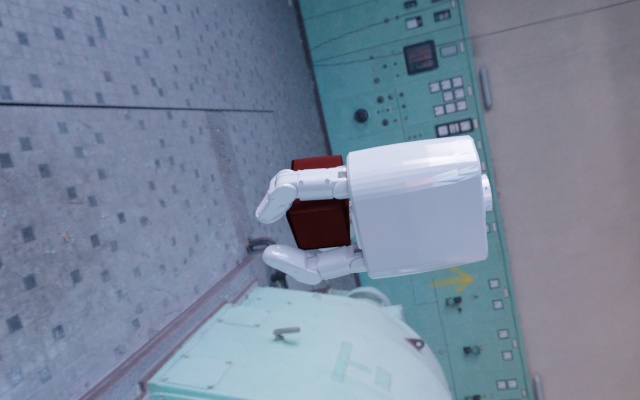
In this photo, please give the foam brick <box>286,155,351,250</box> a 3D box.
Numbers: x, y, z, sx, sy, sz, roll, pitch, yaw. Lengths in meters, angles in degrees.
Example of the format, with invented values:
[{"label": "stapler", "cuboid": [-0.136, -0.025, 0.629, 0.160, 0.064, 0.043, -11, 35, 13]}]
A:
[{"label": "foam brick", "cuboid": [0.000, 0.001, 0.459, 0.051, 0.078, 0.053, -8, -45, 9]}]
